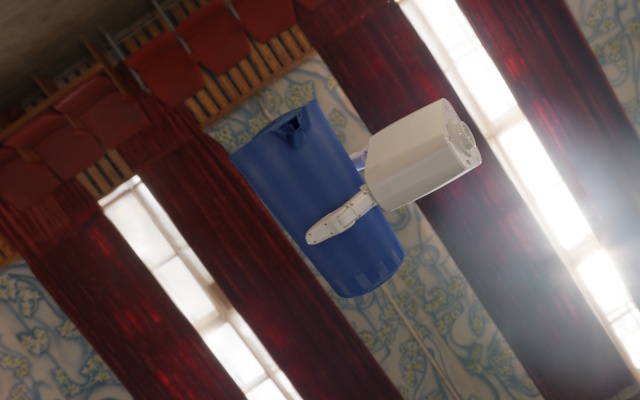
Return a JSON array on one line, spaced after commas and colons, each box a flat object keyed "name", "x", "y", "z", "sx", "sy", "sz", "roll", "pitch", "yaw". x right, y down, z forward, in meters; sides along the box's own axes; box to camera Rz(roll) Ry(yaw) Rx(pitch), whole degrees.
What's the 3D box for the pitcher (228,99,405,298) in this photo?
[{"name": "pitcher", "x": 0.000, "y": 0.002, "z": 0.629, "sx": 0.145, "sy": 0.243, "sz": 0.149, "roll": -29, "pitch": 10, "yaw": 29}]
